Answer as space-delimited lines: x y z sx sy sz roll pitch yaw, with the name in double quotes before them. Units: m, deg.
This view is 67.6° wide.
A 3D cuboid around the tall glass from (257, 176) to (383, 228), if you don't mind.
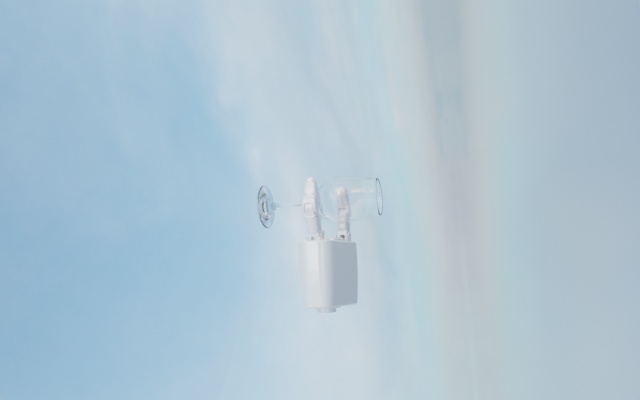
"tall glass" -0.001 0.003 0.801 0.201 0.079 0.079 -6 -2 16
